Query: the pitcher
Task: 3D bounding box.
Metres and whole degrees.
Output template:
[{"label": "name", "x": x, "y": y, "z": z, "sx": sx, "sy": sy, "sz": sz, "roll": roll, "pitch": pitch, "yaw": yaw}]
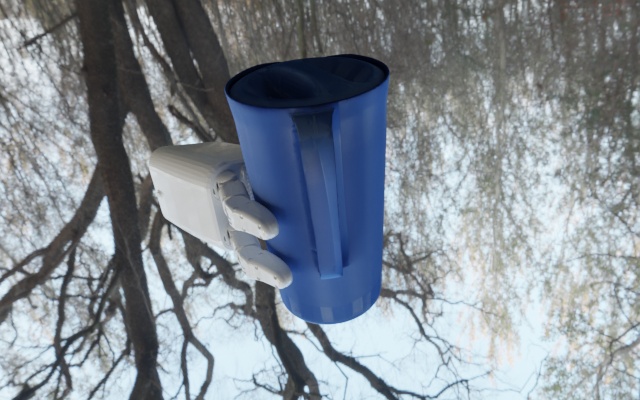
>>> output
[{"label": "pitcher", "x": 0.000, "y": 0.001, "z": 0.438, "sx": 0.145, "sy": 0.243, "sz": 0.149, "roll": 19, "pitch": 40, "yaw": 35}]
